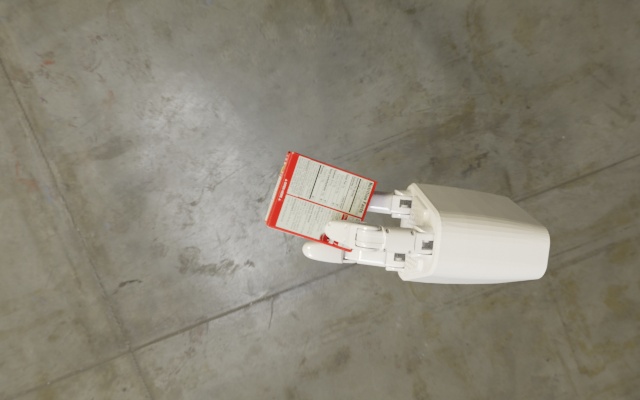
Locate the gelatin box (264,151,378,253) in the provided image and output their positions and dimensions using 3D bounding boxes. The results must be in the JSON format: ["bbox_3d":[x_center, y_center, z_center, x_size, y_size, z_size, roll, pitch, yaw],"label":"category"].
[{"bbox_3d":[0.000,0.001,0.455,0.089,0.073,0.030,18,2,-13],"label":"gelatin box"}]
